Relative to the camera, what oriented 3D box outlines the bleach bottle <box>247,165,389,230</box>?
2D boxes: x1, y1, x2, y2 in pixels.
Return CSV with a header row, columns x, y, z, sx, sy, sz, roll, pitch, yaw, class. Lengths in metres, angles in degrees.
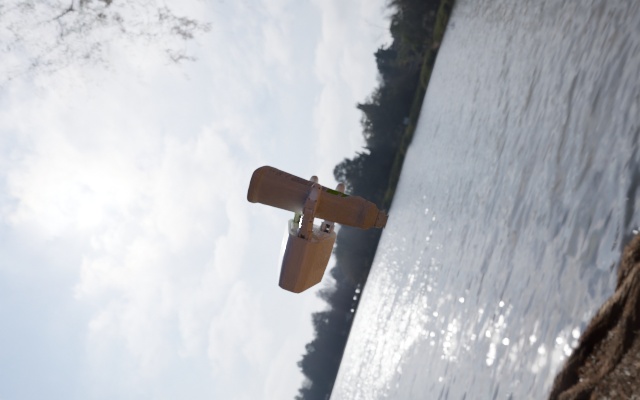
x,y,z,sx,sy,sz,roll,pitch,yaw,class
0.000,0.003,0.872,0.251,0.068,0.102,18,14,8,bleach bottle
